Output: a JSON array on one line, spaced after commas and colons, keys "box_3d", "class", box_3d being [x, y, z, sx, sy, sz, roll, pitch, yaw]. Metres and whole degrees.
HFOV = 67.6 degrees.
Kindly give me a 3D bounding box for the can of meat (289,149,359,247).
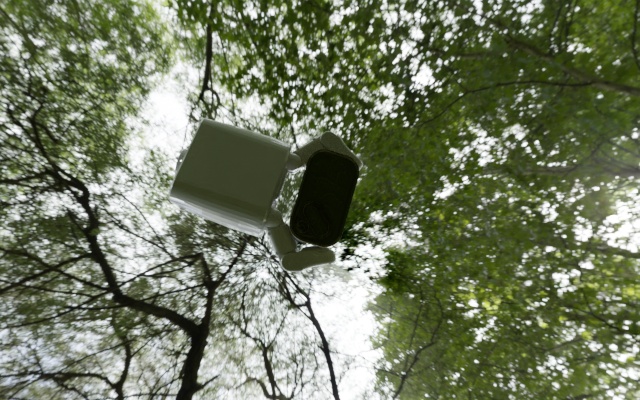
[{"box_3d": [0.000, 0.002, 0.543, 0.057, 0.102, 0.084, 17, -8, -4], "class": "can of meat"}]
